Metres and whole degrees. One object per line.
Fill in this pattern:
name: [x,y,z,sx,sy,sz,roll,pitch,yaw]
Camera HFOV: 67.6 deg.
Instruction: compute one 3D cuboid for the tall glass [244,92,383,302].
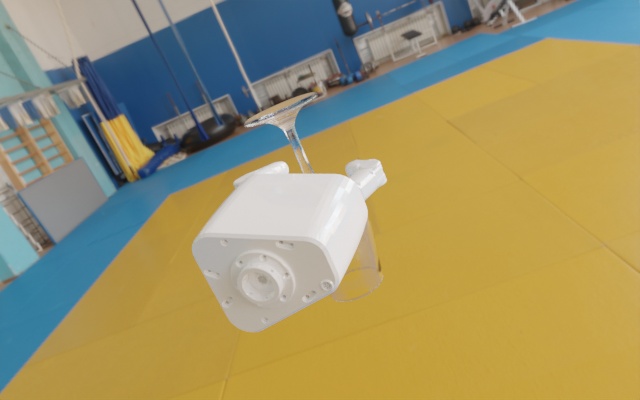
tall glass: [0.000,0.001,0.473,0.079,0.201,0.079,-21,19,8]
